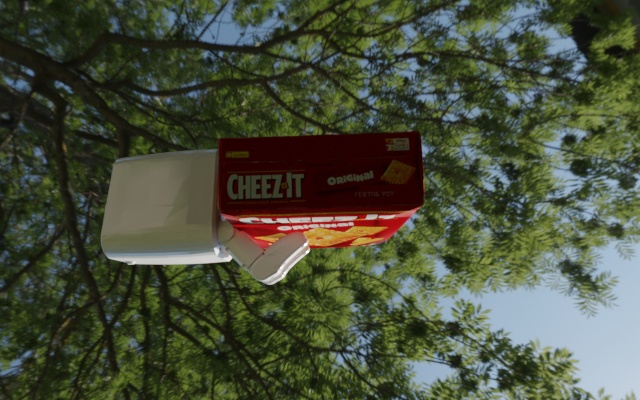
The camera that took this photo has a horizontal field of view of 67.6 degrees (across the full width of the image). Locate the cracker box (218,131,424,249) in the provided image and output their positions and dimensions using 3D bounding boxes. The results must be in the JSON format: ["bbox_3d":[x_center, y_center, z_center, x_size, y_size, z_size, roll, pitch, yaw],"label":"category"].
[{"bbox_3d":[0.000,0.001,0.476,0.164,0.072,0.214,-3,-12,0],"label":"cracker box"}]
